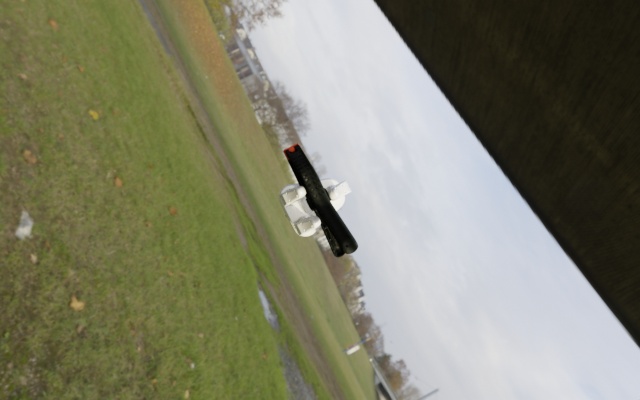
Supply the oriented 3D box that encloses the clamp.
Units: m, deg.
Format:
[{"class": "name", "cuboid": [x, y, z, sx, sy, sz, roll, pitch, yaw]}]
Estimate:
[{"class": "clamp", "cuboid": [0.001, 0.002, 0.777, 0.036, 0.210, 0.164, -27, 1, -8]}]
